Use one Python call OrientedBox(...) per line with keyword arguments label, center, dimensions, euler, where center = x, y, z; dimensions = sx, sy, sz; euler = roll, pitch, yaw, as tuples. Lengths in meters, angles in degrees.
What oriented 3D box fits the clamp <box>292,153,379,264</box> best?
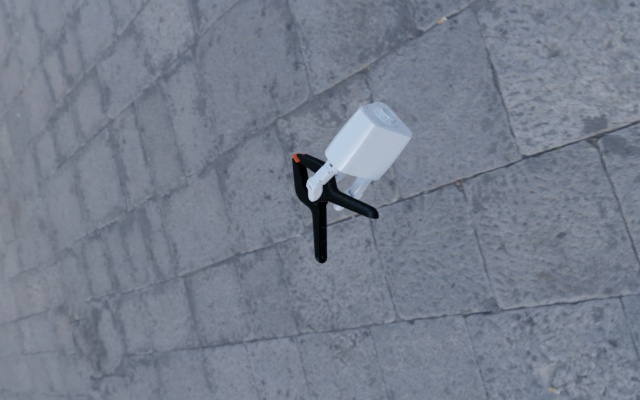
OrientedBox(label="clamp", center=(-0.001, 0.002, 0.896), dimensions=(0.036, 0.210, 0.165), euler=(-4, -39, -51))
